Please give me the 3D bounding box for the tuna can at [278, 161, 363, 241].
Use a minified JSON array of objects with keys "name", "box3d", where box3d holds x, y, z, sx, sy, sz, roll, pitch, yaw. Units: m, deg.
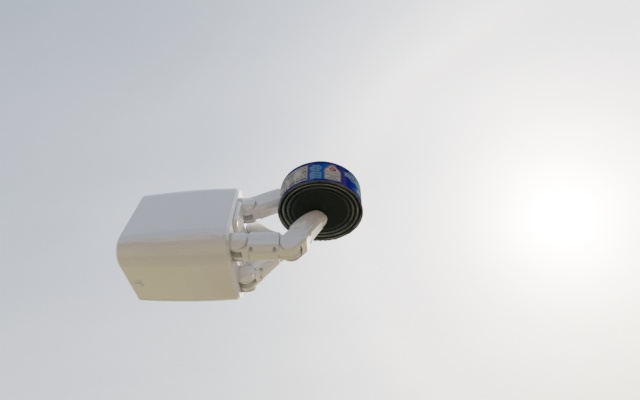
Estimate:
[{"name":"tuna can","box3d":[0.000,0.001,0.490,0.086,0.086,0.033,1,45,1]}]
